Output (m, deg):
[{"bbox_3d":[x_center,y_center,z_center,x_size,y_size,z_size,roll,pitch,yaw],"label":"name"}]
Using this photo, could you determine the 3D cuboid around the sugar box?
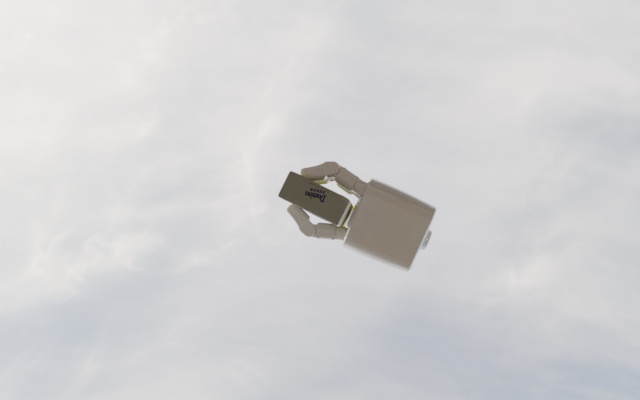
[{"bbox_3d":[0.000,0.002,0.718,0.093,0.048,0.176,26,-3,7],"label":"sugar box"}]
